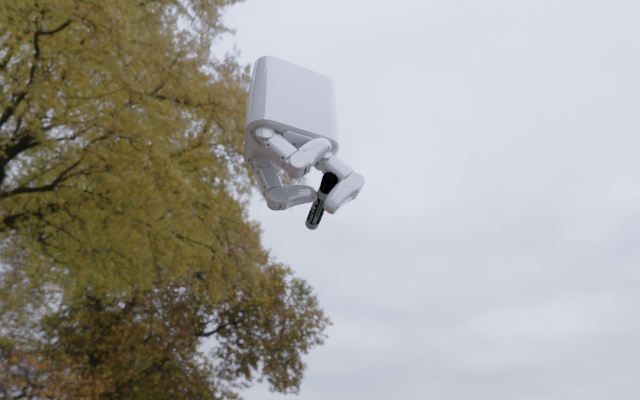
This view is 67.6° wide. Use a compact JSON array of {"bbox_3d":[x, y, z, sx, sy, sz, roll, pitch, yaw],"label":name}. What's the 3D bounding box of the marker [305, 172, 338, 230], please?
[{"bbox_3d":[0.000,0.002,0.586,0.020,0.020,0.121,0,-29,-13],"label":"marker"}]
